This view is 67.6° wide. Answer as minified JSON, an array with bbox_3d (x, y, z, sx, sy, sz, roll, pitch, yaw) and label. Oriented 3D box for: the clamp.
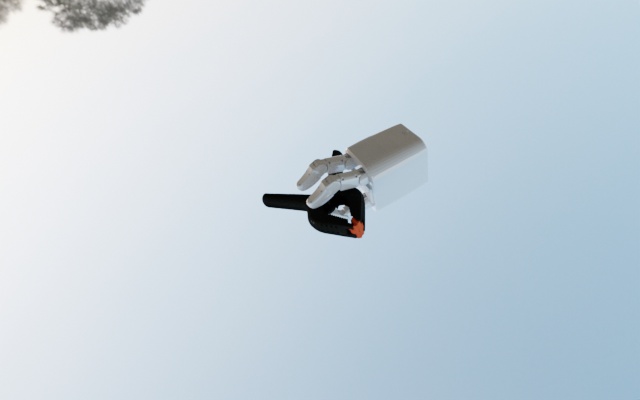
[{"bbox_3d":[0.001,0.003,0.770,0.164,0.036,0.210,-30,38,-5],"label":"clamp"}]
